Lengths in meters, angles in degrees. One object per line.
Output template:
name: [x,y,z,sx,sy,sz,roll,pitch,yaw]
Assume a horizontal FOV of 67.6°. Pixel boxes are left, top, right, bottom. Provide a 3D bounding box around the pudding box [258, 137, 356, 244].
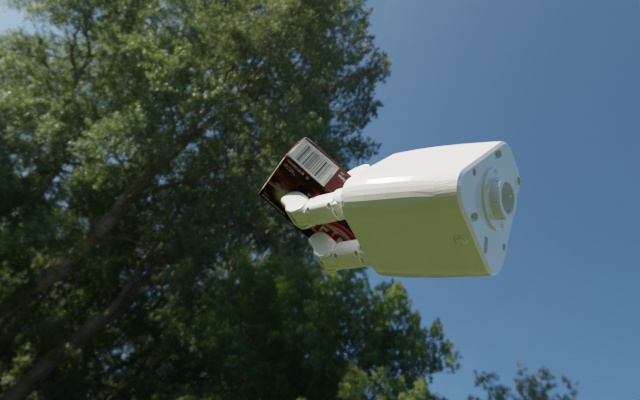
pudding box: [0.000,0.001,0.490,0.039,0.113,0.090,-48,1,-36]
